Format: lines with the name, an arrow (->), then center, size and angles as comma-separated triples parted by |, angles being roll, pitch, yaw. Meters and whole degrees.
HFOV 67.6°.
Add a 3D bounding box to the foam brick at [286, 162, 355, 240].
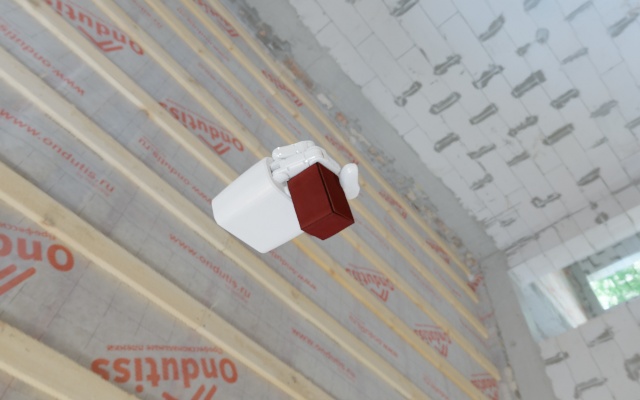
foam brick -> 0.000, 0.002, 0.603 | 0.051, 0.078, 0.053 | -32, -34, 21
